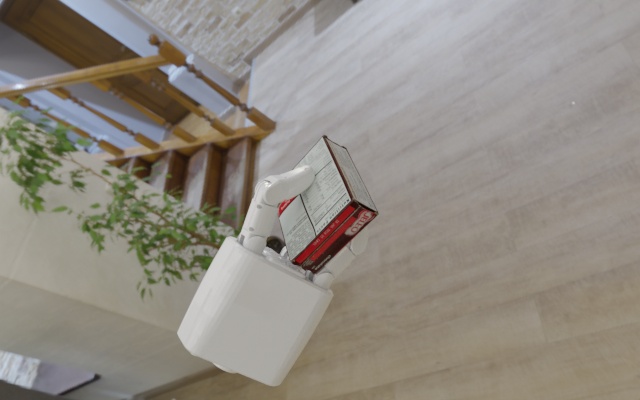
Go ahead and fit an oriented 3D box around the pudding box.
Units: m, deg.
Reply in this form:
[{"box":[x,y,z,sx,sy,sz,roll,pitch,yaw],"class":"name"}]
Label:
[{"box":[0.000,0.002,0.473,0.039,0.090,0.113,29,26,-36],"class":"pudding box"}]
